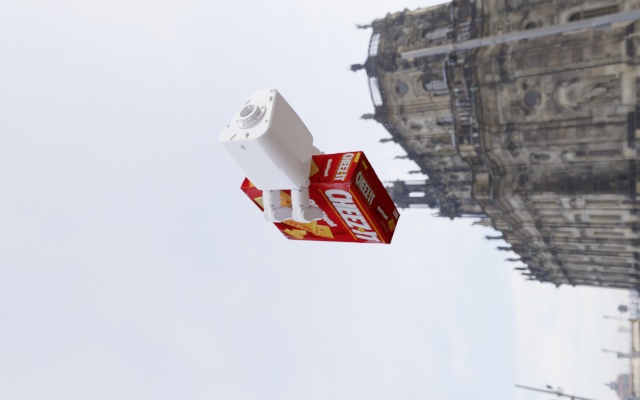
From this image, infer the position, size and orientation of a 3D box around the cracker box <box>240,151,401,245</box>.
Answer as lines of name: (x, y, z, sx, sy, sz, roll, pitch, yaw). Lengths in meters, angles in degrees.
cracker box: (0.000, 0.002, 0.789, 0.213, 0.072, 0.164, 0, -37, 34)
